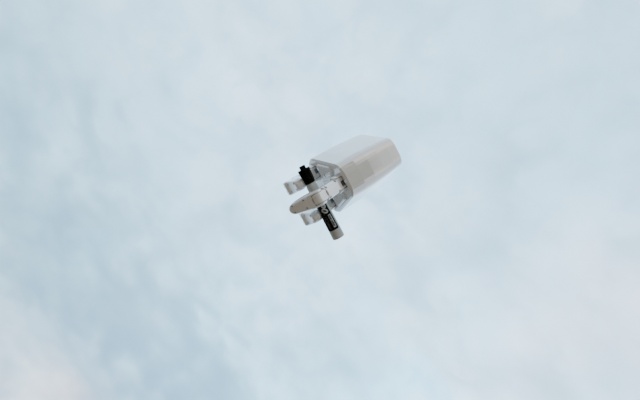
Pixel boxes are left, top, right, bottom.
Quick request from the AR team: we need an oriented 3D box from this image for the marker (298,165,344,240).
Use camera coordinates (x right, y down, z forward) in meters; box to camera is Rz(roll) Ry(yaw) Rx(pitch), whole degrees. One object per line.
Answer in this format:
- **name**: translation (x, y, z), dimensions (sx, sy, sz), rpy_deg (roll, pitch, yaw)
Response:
- **marker**: translation (0.000, 0.002, 0.708), dimensions (0.020, 0.121, 0.020), rpy_deg (-27, 9, 4)
